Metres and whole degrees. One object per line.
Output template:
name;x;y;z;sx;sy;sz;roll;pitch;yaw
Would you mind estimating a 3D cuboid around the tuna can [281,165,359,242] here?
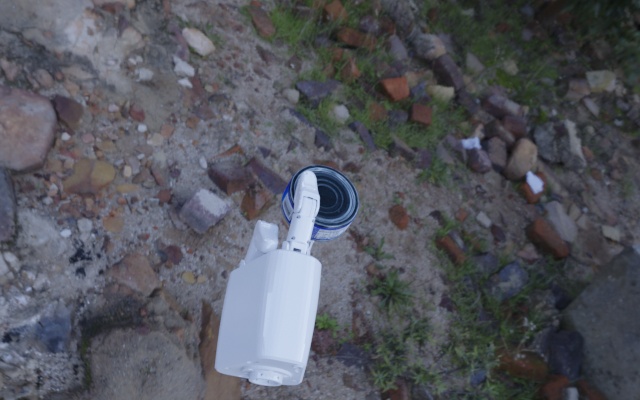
tuna can;0.000;0.001;0.547;0.086;0.086;0.034;0;-31;-23
